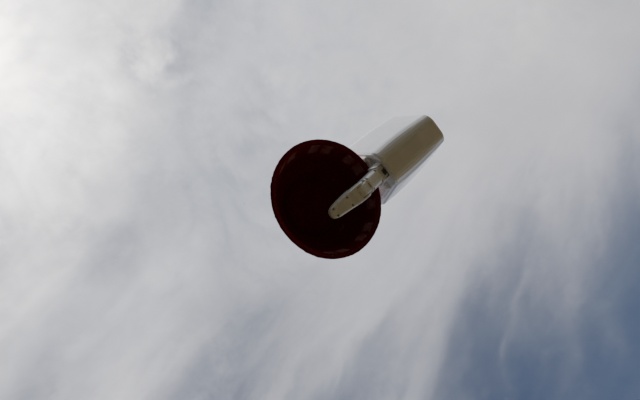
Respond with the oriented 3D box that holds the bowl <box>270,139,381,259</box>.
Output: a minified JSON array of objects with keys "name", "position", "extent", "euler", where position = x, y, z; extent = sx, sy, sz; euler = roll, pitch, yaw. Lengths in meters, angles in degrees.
[{"name":"bowl","position":[-0.001,0.003,0.644],"extent":[0.162,0.162,0.055],"euler":[0,-14,-27]}]
